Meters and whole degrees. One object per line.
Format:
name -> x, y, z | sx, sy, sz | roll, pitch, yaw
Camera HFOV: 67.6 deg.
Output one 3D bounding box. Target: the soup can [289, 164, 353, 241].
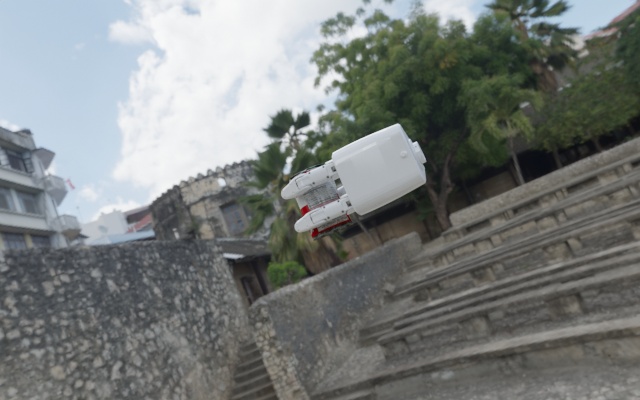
soup can -> 0.000, 0.002, 0.742 | 0.068, 0.102, 0.068 | -23, -7, -3
